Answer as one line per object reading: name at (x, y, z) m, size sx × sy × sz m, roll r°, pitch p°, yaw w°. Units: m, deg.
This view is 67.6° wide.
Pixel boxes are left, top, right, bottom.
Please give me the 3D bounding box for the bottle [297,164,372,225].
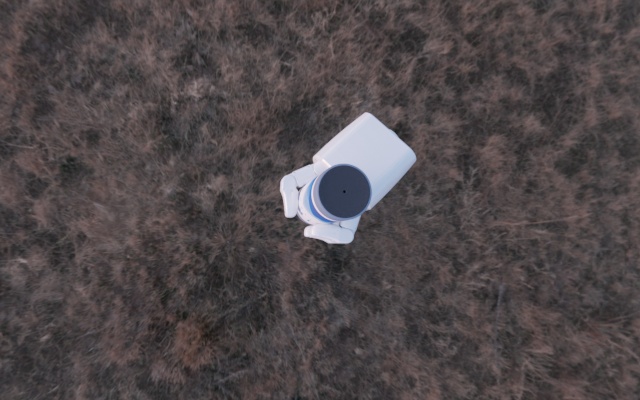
bottle at (0.000, 0.002, 0.697) m, size 0.069 × 0.069 × 0.296 m, roll 0°, pitch -5°, yaw -11°
